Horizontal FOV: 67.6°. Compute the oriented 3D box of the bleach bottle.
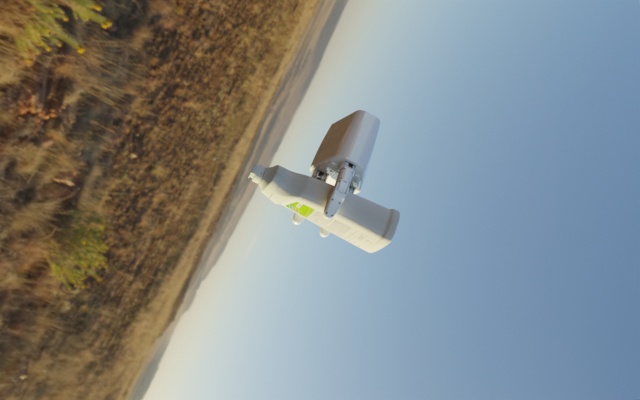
[{"bbox_3d":[0.000,0.003,0.800,0.251,0.068,0.102,27,-26,-9],"label":"bleach bottle"}]
